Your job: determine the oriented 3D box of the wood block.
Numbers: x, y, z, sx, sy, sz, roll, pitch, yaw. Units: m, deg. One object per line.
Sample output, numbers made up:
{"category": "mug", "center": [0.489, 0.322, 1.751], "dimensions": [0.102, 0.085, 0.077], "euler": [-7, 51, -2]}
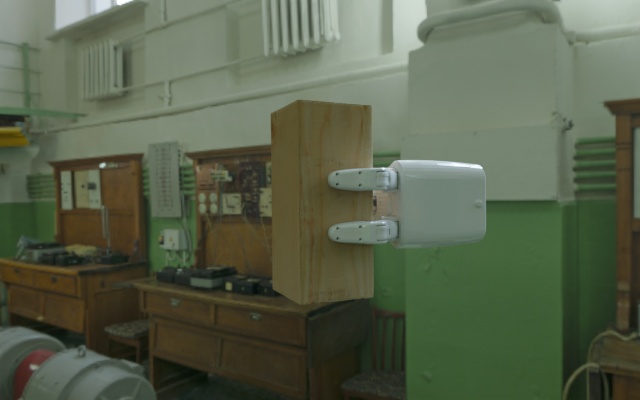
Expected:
{"category": "wood block", "center": [0.000, 0.002, 0.534], "dimensions": [0.090, 0.206, 0.091], "euler": [-1, 1, -24]}
